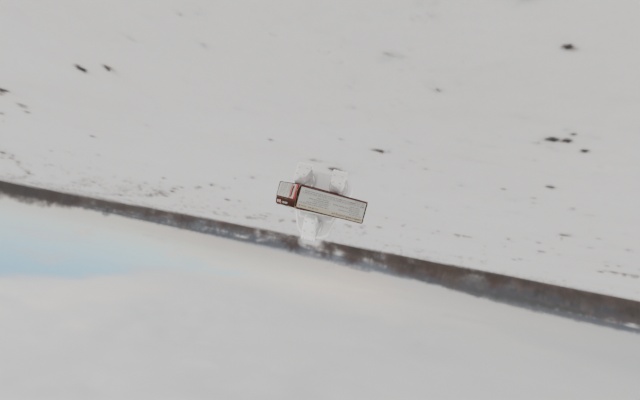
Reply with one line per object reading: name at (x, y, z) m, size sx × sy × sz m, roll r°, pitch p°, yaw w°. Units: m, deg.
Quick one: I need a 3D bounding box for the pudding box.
pudding box at (0.000, 0.002, 0.712) m, size 0.113 × 0.039 × 0.090 m, roll 12°, pitch -1°, yaw -24°
